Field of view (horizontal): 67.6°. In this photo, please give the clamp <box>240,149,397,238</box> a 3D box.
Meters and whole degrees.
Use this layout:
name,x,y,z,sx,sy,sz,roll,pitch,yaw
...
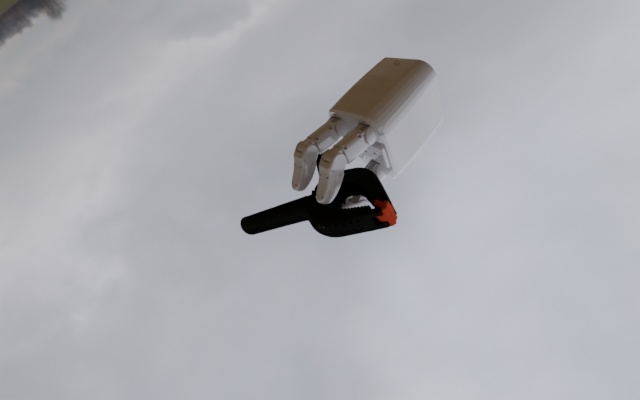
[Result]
name,x,y,z,sx,sy,sz,roll,pitch,yaw
clamp,0.001,0.002,0.568,0.210,0.164,0.036,26,-22,52
